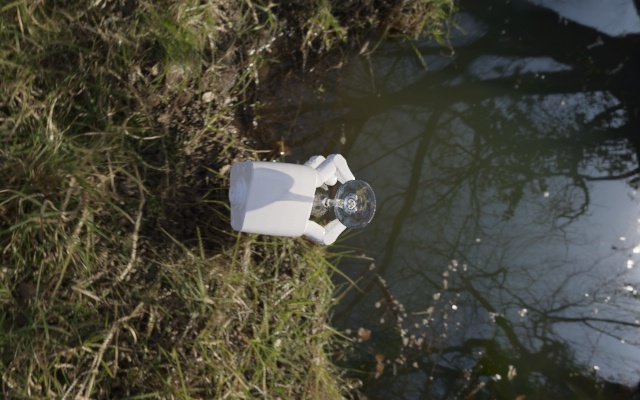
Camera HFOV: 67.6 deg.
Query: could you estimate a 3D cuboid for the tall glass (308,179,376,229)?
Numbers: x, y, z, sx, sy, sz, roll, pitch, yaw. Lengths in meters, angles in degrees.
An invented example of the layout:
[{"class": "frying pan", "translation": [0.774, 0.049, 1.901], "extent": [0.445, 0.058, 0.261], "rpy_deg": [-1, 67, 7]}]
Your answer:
[{"class": "tall glass", "translation": [0.001, 0.003, 0.788], "extent": [0.079, 0.079, 0.201], "rpy_deg": [0, 2, -31]}]
